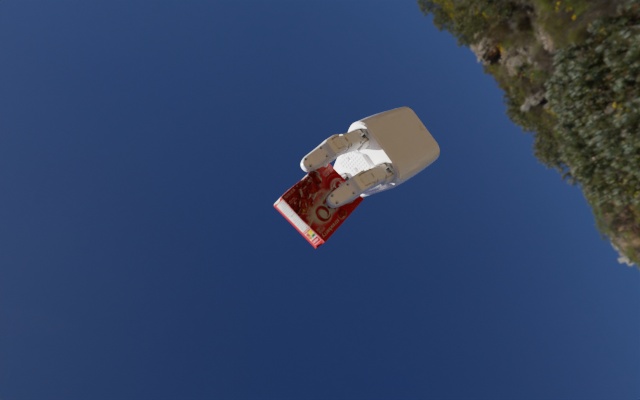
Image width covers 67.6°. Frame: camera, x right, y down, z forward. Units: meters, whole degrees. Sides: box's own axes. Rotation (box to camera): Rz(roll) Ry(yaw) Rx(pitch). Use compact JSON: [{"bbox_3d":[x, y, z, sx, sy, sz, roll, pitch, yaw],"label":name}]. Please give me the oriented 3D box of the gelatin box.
[{"bbox_3d":[0.000,0.002,0.578,0.089,0.073,0.030,-44,1,-35],"label":"gelatin box"}]
